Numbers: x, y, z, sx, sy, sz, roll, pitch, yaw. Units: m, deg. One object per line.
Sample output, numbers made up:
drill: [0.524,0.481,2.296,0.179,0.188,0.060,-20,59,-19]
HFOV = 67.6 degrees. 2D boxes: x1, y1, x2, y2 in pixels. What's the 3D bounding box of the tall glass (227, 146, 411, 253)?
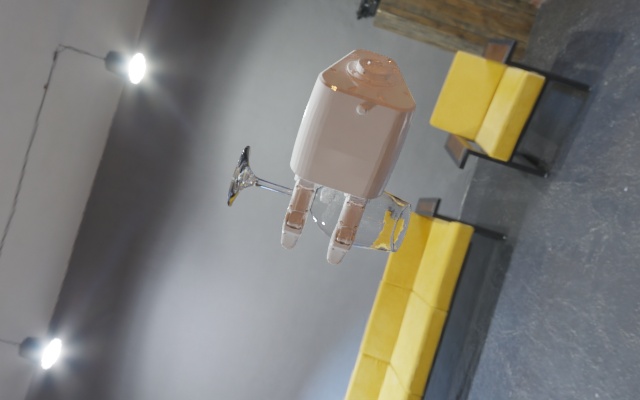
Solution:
tall glass: [-0.001,0.002,0.555,0.201,0.079,0.079,18,-1,-2]
